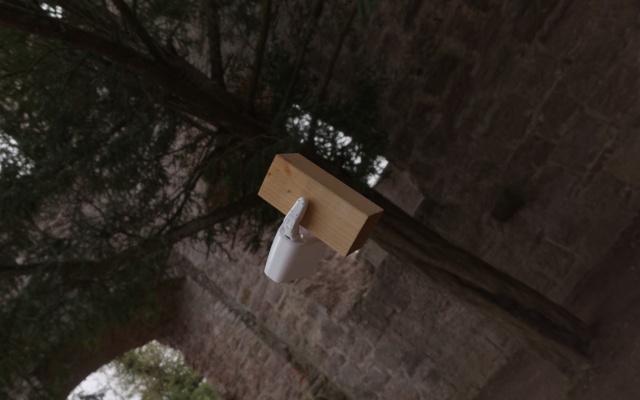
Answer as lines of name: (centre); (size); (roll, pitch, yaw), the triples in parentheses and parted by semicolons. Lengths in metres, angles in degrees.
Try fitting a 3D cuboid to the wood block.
wood block: (0.000, 0.003, 0.886); (0.206, 0.090, 0.091); (34, 20, 17)
